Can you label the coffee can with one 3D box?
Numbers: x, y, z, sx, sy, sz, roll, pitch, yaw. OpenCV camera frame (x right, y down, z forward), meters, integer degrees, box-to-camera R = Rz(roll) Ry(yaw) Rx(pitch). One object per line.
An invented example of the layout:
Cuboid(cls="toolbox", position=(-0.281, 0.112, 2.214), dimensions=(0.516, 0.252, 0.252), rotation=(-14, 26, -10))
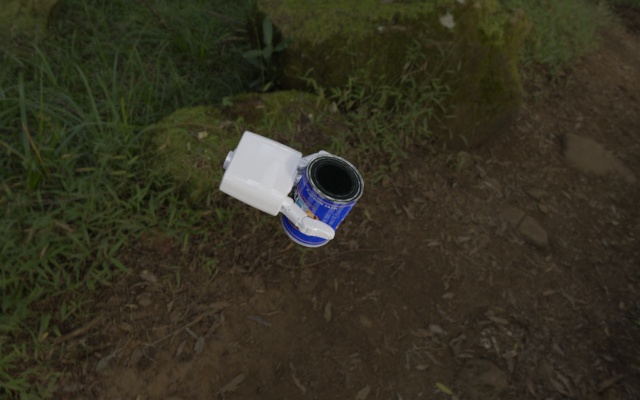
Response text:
Cuboid(cls="coffee can", position=(0.000, 0.003, 0.836), dimensions=(0.103, 0.102, 0.140), rotation=(0, -35, -26))
